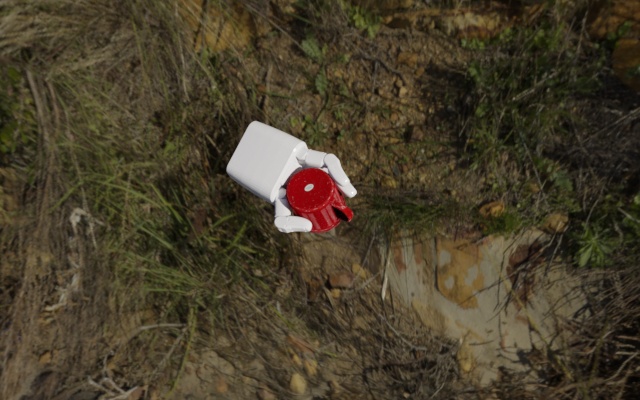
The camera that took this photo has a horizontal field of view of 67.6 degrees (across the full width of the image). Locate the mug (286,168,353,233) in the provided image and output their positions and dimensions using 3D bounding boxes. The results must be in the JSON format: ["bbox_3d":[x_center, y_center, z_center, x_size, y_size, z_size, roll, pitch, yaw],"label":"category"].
[{"bbox_3d":[0.001,0.003,0.792,0.117,0.093,0.081,27,-15,22],"label":"mug"}]
